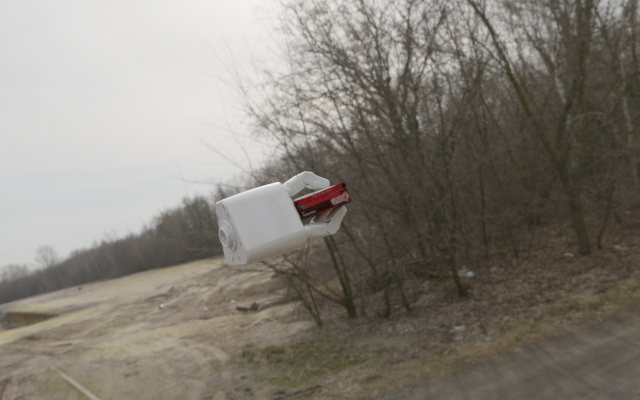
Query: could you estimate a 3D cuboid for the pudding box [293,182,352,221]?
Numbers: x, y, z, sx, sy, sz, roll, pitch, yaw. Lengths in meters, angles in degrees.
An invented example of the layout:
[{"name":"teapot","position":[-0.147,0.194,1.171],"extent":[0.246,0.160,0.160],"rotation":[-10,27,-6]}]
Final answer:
[{"name":"pudding box","position":[0.000,0.003,0.812],"extent":[0.090,0.039,0.113],"rotation":[-20,2,-5]}]
